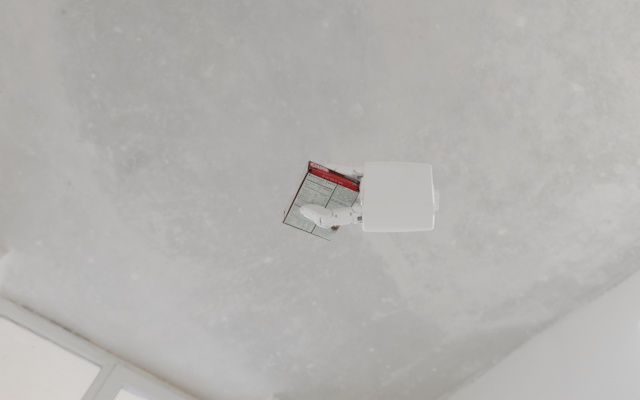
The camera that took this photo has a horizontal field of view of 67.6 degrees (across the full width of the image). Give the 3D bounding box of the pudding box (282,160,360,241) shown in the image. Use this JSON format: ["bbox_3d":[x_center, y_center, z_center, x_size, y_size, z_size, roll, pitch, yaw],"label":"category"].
[{"bbox_3d":[0.000,0.003,0.763,0.090,0.113,0.039,22,32,-10],"label":"pudding box"}]
